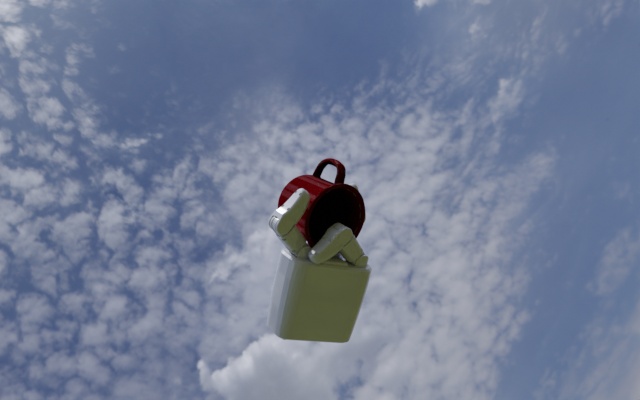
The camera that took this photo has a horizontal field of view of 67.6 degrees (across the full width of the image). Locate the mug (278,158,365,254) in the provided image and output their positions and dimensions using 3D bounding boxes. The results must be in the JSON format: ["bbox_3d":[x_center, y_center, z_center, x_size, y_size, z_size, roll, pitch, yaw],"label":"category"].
[{"bbox_3d":[0.000,0.001,0.619,0.093,0.117,0.081,7,12,-37],"label":"mug"}]
